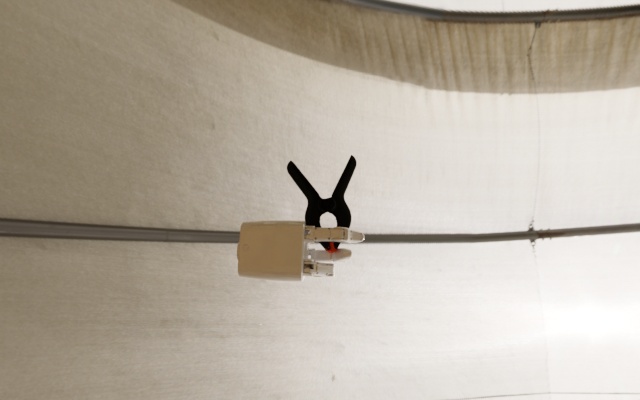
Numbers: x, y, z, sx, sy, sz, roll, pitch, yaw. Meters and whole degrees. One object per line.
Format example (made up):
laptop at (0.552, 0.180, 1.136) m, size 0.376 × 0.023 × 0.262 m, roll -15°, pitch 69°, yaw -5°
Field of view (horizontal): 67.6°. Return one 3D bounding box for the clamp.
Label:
clamp at (0.000, 0.003, 0.815) m, size 0.120 × 0.171 × 0.039 m, roll 1°, pitch -13°, yaw 3°
